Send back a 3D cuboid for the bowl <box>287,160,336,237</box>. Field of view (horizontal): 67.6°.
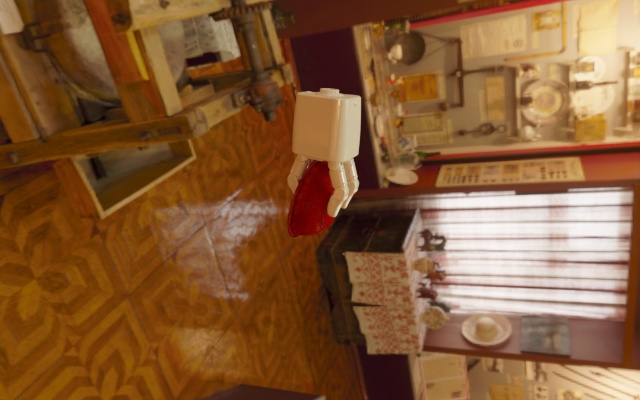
[{"bbox_3d":[0.000,0.004,0.887,0.055,0.162,0.162,22,6,16],"label":"bowl"}]
